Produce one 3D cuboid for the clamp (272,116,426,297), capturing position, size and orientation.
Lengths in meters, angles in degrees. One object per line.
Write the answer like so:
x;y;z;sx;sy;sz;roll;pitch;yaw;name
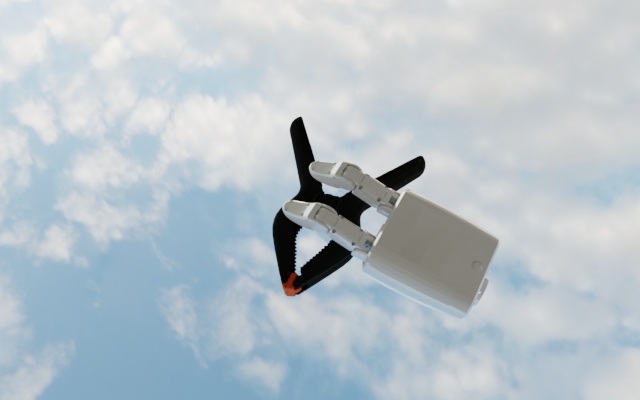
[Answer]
0.000;0.003;0.521;0.164;0.210;0.036;26;-25;15;clamp
